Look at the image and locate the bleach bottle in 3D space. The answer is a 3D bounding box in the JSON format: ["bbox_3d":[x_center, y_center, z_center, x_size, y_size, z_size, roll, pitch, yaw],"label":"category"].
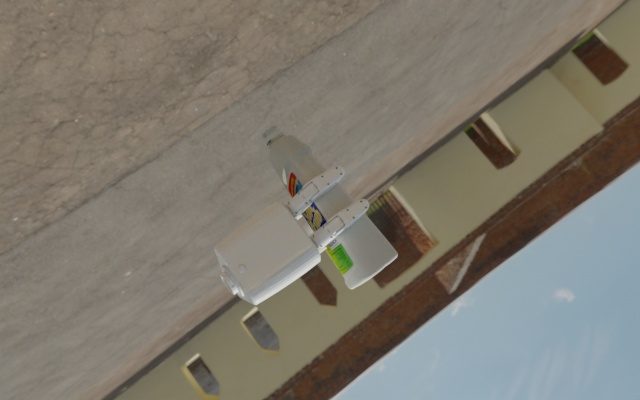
[{"bbox_3d":[0.000,0.002,0.678,0.068,0.251,0.103,-34,-9,-23],"label":"bleach bottle"}]
